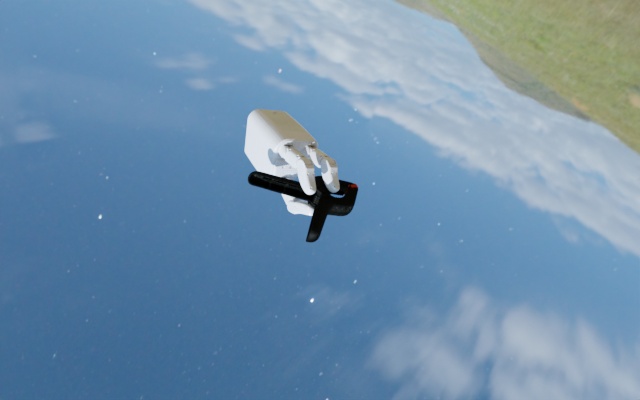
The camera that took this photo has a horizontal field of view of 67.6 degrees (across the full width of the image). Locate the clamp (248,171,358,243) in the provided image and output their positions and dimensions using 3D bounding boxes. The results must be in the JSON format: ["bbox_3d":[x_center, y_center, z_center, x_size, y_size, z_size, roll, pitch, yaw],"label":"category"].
[{"bbox_3d":[0.000,0.003,0.810,0.210,0.036,0.164,-5,43,-44],"label":"clamp"}]
